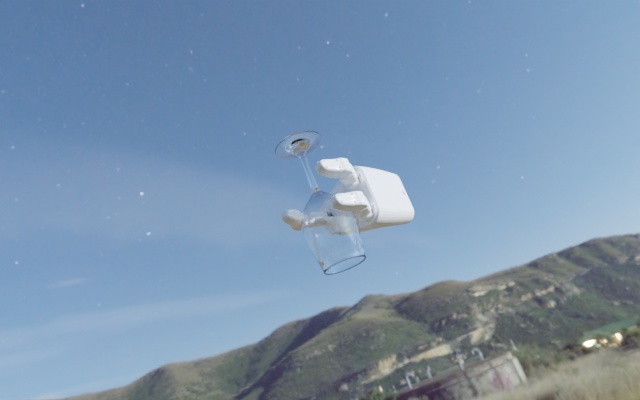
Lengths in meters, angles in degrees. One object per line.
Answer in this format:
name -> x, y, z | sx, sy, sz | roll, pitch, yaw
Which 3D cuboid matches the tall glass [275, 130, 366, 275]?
tall glass -> 0.000, 0.002, 0.686 | 0.079, 0.201, 0.079 | -18, -21, -7
